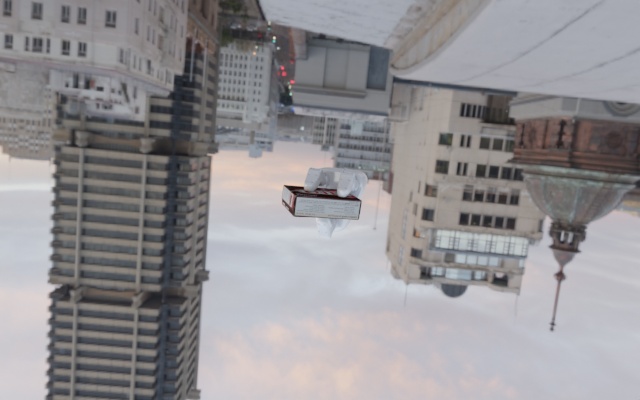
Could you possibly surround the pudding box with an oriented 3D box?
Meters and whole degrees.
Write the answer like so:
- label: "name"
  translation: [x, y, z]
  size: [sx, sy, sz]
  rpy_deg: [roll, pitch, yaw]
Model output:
- label: "pudding box"
  translation: [0.000, 0.003, 0.784]
  size: [0.113, 0.039, 0.090]
  rpy_deg: [2, 11, -17]
